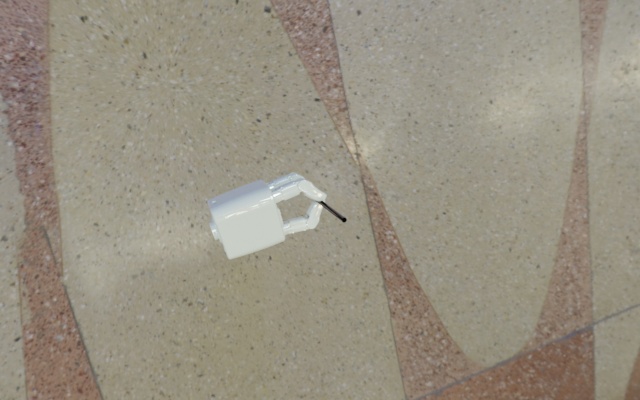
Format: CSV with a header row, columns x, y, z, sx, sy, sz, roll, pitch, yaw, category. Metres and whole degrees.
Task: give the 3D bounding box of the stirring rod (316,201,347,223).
x,y,z,sx,sy,sz,roll,pitch,yaw,category
0.000,0.003,0.838,0.011,0.011,0.239,0,13,-18,stirring rod
